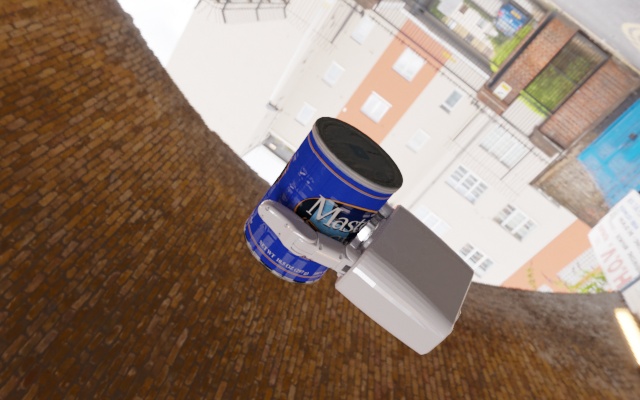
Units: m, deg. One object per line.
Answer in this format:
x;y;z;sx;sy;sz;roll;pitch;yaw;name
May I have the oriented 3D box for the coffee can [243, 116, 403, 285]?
0.000;0.001;0.484;0.103;0.102;0.140;0;-44;-50;coffee can
